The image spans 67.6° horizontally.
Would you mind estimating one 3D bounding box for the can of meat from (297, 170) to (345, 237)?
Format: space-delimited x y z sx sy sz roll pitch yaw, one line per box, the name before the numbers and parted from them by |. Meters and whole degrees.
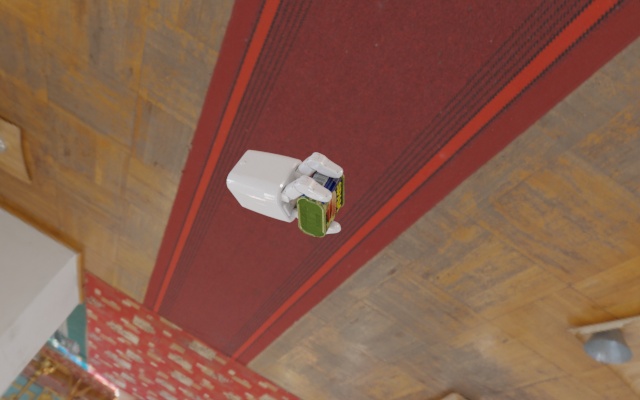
can of meat | 0.000 0.003 0.834 0.057 0.084 0.102 18 -38 16
